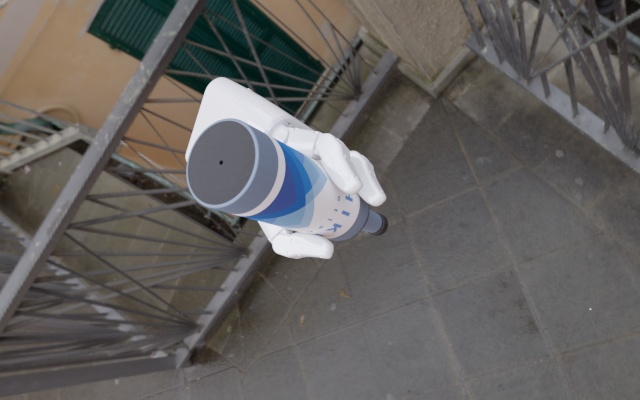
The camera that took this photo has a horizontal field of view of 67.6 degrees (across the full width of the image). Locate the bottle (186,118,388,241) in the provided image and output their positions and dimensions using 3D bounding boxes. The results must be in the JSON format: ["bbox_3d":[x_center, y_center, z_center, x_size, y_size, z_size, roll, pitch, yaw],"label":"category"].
[{"bbox_3d":[0.000,0.002,0.464,0.069,0.069,0.296,0,-11,29],"label":"bottle"}]
